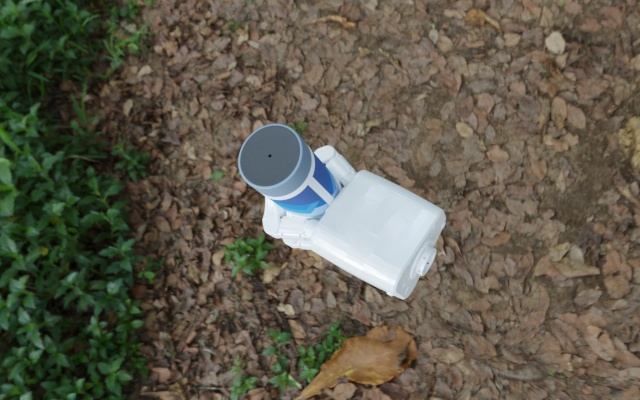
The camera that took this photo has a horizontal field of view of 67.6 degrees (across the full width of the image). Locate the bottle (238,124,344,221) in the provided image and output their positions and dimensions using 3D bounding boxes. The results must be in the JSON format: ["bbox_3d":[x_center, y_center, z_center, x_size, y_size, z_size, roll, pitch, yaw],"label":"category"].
[{"bbox_3d":[0.000,0.002,0.578,0.069,0.069,0.296,0,-17,20],"label":"bottle"}]
